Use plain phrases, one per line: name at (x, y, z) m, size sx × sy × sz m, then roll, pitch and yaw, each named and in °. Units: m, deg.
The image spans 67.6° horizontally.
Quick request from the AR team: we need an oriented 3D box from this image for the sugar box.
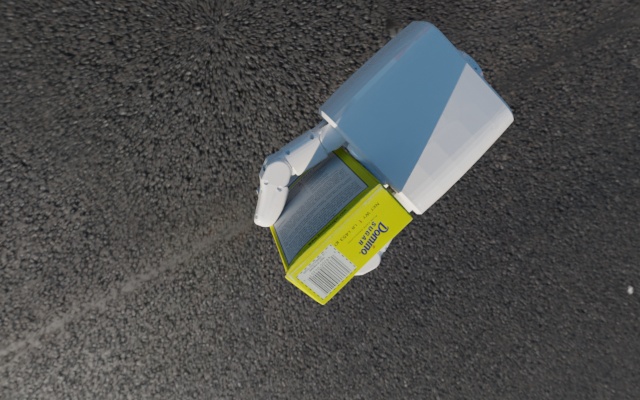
sugar box at (0.001, 0.002, 0.406) m, size 0.048 × 0.093 × 0.176 m, roll 44°, pitch 6°, yaw -22°
